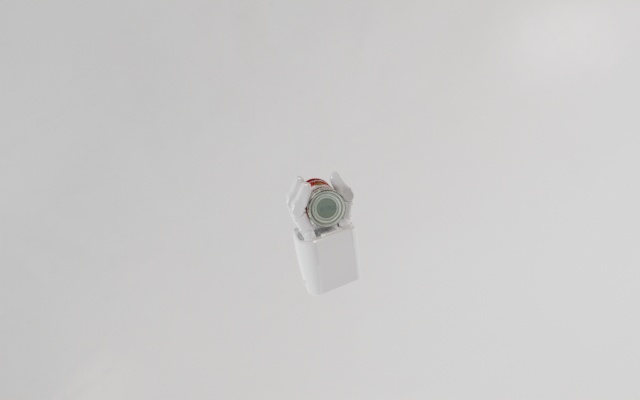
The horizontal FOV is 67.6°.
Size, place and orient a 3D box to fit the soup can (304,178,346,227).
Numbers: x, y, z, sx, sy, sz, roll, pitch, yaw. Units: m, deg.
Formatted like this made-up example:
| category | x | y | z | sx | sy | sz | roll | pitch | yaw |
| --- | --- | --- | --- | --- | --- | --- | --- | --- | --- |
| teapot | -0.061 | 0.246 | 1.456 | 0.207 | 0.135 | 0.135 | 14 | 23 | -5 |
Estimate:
| category | x | y | z | sx | sy | sz | roll | pitch | yaw |
| --- | --- | --- | --- | --- | --- | --- | --- | --- | --- |
| soup can | 0.000 | 0.002 | 0.857 | 0.068 | 0.068 | 0.102 | 0 | 14 | -13 |
